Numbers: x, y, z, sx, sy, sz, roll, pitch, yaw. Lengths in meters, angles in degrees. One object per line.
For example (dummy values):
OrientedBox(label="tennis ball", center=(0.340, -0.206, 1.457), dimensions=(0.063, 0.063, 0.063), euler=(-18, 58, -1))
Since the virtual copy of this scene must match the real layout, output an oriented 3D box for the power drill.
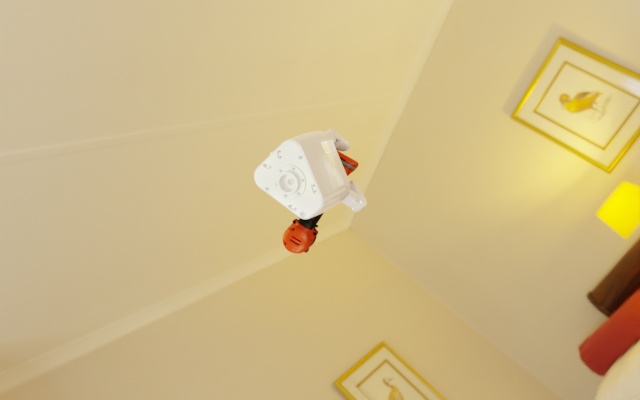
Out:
OrientedBox(label="power drill", center=(0.000, 0.002, 0.842), dimensions=(0.057, 0.187, 0.184), euler=(28, 4, 1))
